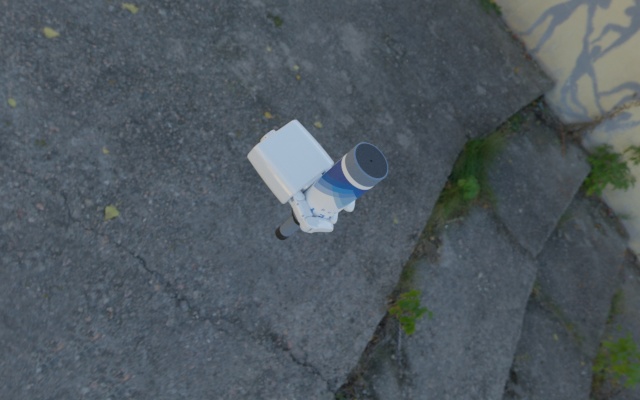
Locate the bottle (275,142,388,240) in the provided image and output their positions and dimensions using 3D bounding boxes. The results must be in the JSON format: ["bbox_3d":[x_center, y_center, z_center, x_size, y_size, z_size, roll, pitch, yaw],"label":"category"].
[{"bbox_3d":[0.000,0.003,0.840,0.069,0.069,0.296,0,-26,-36],"label":"bottle"}]
